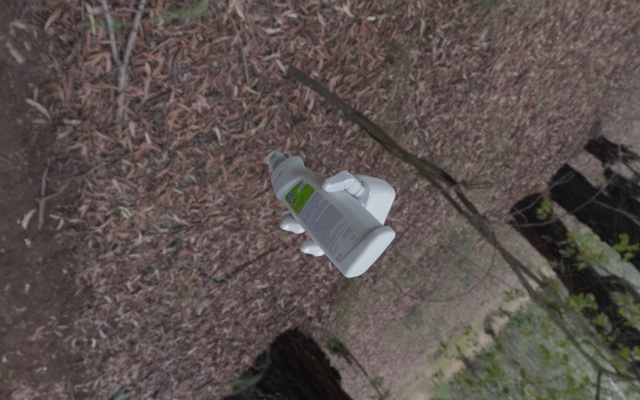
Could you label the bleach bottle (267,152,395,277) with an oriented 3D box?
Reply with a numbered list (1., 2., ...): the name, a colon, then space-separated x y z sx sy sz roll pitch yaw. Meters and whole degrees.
1. bleach bottle: 0.000 0.003 0.777 0.250 0.102 0.068 47 23 26
